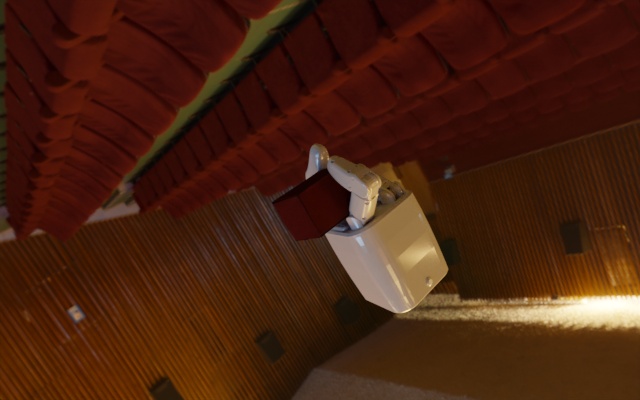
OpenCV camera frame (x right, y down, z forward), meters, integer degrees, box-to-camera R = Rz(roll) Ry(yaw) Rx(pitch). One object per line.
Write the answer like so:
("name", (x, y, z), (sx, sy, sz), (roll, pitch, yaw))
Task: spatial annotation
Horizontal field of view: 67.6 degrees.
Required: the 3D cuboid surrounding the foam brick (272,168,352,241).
("foam brick", (0.000, 0.002, 0.513), (0.078, 0.051, 0.053), (-35, 13, -33))
